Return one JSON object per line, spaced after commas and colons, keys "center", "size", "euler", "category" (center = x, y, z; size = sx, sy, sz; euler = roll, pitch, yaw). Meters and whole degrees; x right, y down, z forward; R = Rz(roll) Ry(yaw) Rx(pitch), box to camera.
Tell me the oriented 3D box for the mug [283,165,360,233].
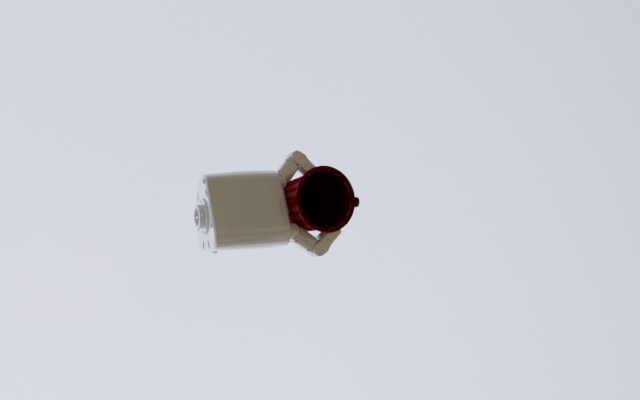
{"center": [0.001, 0.002, 0.692], "size": [0.117, 0.093, 0.081], "euler": [-1, -6, -29], "category": "mug"}
